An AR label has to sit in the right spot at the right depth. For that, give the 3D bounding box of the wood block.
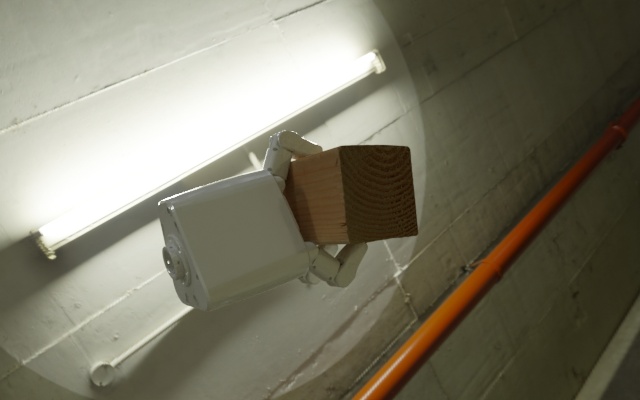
[{"bbox_3d":[0.000,0.001,0.528,0.090,0.091,0.206,-4,-3,-34],"label":"wood block"}]
